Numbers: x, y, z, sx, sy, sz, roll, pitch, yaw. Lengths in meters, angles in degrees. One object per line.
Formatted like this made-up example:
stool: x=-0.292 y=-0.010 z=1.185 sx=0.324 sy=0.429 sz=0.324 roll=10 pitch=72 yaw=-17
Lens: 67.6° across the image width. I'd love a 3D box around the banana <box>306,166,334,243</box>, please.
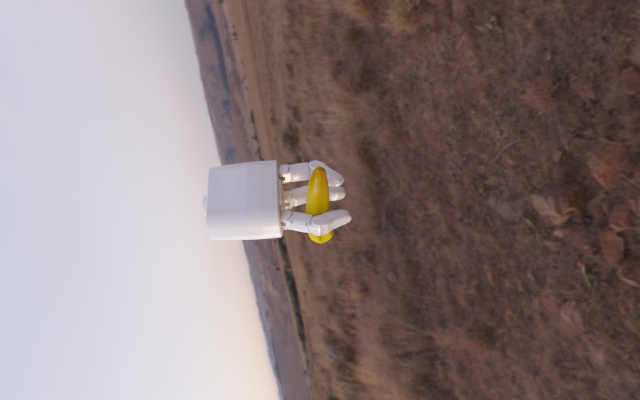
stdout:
banana: x=-0.001 y=0.021 z=0.732 sx=0.037 sy=0.069 sz=0.198 roll=3 pitch=-23 yaw=6
